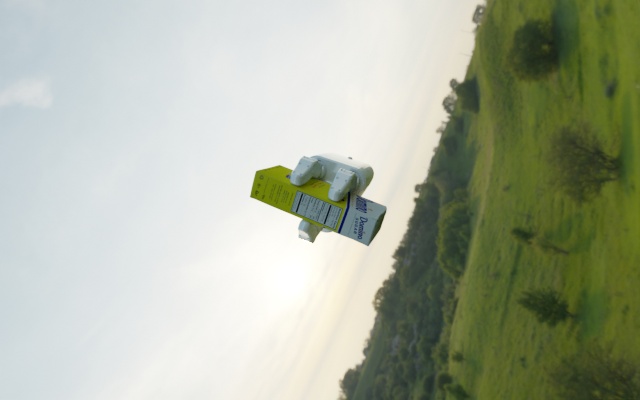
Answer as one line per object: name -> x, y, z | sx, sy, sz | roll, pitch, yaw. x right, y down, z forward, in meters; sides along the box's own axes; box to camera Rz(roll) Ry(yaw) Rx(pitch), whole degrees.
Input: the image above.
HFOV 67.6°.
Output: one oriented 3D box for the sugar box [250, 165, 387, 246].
sugar box -> 0.000, 0.002, 0.660 | 0.176, 0.048, 0.093 | 19, 15, 12
